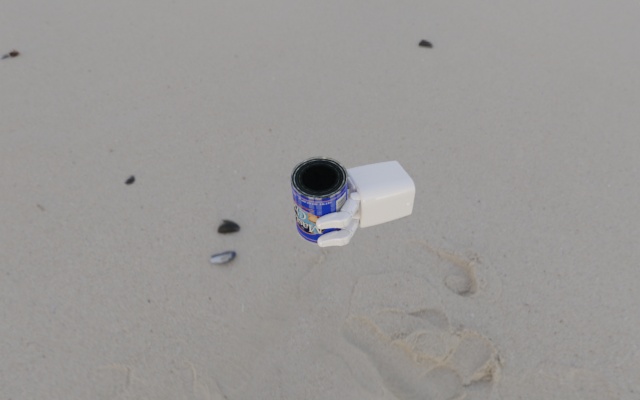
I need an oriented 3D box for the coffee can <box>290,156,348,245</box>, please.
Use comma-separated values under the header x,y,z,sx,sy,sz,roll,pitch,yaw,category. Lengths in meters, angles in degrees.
x,y,z,sx,sy,sz,roll,pitch,yaw,category
0.000,0.003,0.897,0.103,0.102,0.140,0,-40,3,coffee can
